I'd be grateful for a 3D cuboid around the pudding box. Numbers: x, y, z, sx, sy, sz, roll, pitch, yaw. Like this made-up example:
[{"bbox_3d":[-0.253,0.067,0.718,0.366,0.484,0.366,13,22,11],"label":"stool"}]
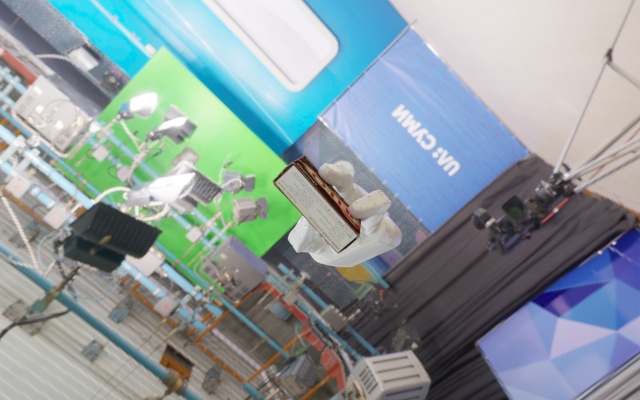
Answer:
[{"bbox_3d":[0.000,0.002,0.564,0.039,0.113,0.090,-44,3,10],"label":"pudding box"}]
